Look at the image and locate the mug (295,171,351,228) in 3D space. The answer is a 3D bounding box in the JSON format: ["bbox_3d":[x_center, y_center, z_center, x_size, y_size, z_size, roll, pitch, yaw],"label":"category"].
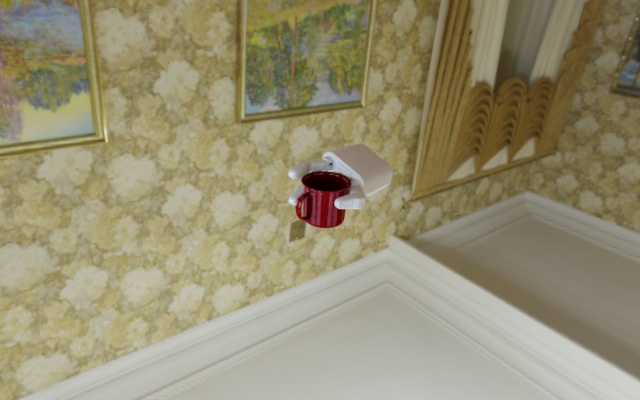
[{"bbox_3d":[-0.001,0.004,0.896,0.093,0.081,0.117,26,35,37],"label":"mug"}]
